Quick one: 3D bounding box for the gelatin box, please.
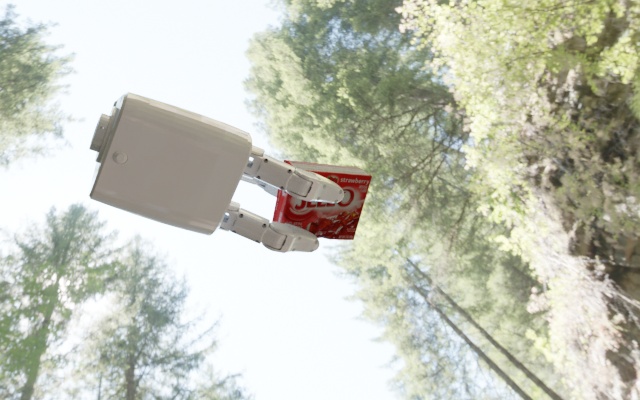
[{"bbox_3d":[0.000,0.001,0.477,0.089,0.073,0.030,3,22,-28],"label":"gelatin box"}]
